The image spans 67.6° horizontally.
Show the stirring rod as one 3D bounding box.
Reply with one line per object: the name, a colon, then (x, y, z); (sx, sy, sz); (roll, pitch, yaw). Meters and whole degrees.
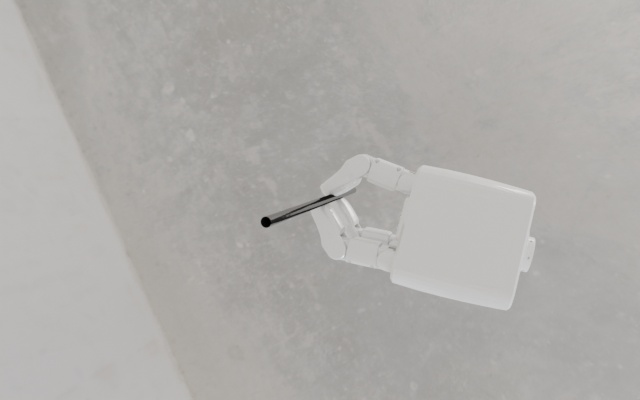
stirring rod: (0.000, 0.001, 0.445); (0.011, 0.011, 0.239); (0, 7, 19)
